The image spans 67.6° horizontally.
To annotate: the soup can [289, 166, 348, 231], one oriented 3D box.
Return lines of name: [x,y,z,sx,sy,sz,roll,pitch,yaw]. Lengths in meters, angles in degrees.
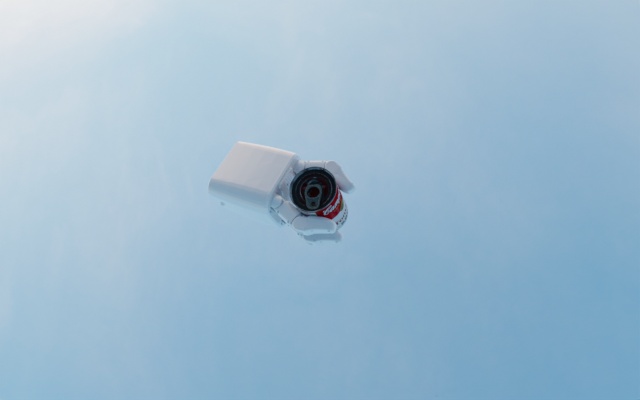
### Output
soup can: [0.001,0.002,0.703,0.068,0.068,0.102,0,-22,13]
